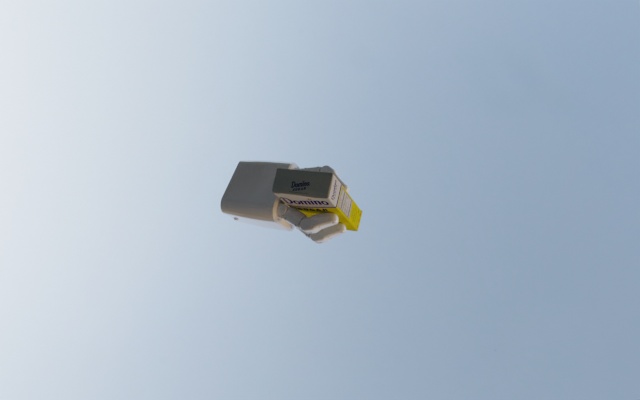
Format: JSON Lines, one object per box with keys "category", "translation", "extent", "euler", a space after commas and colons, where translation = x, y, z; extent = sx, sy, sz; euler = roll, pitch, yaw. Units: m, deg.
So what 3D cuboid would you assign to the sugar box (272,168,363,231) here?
{"category": "sugar box", "translation": [0.000, 0.003, 0.764], "extent": [0.093, 0.048, 0.176], "euler": [6, -14, 22]}
